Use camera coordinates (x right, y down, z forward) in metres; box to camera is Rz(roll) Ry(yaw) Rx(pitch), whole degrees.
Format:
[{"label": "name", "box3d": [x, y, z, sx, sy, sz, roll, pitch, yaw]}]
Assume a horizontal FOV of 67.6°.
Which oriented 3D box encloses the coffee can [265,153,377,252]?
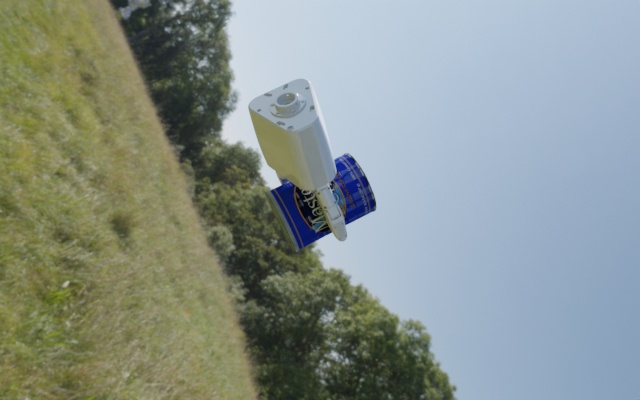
[{"label": "coffee can", "box3d": [0.000, 0.003, 0.736, 0.140, 0.103, 0.103, -27, 4, -9]}]
